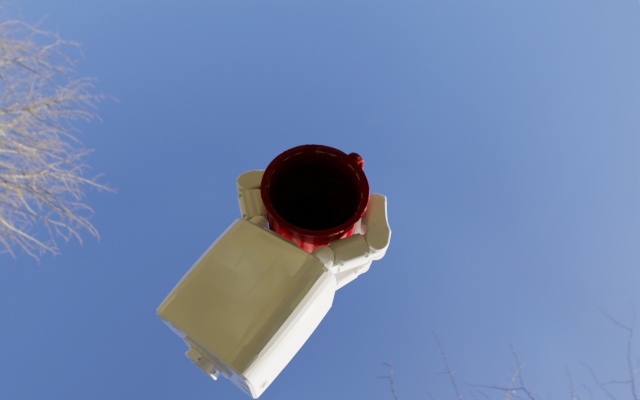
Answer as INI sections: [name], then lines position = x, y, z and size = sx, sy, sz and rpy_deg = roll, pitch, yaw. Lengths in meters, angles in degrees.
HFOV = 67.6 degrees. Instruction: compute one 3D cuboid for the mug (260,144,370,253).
[mug]
position = 0.001, 0.001, 0.445
size = 0.093, 0.117, 0.081
rpy_deg = 34, -28, 15
